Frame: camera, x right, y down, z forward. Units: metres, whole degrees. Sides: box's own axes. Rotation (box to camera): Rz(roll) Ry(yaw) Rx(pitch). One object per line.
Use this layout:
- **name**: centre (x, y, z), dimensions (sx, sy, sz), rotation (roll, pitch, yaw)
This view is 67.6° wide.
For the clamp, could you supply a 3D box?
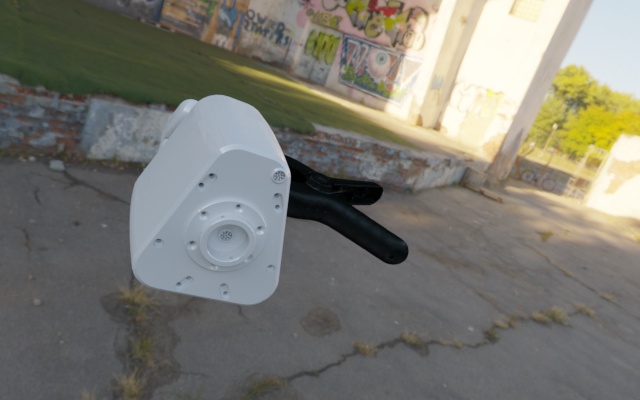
- **clamp**: centre (0.000, 0.001, 0.421), dimensions (0.171, 0.039, 0.120), rotation (14, 22, -24)
